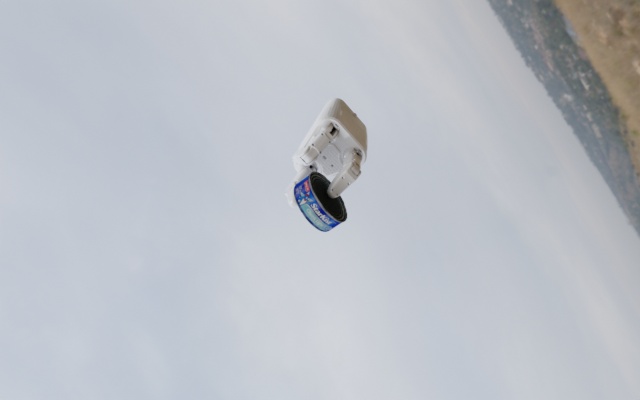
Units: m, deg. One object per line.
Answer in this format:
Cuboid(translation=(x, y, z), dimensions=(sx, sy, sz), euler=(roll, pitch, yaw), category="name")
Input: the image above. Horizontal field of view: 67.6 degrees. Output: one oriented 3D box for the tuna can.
Cuboid(translation=(0.000, 0.003, 0.692), dimensions=(0.034, 0.086, 0.086), euler=(-34, -14, 22), category="tuna can")
